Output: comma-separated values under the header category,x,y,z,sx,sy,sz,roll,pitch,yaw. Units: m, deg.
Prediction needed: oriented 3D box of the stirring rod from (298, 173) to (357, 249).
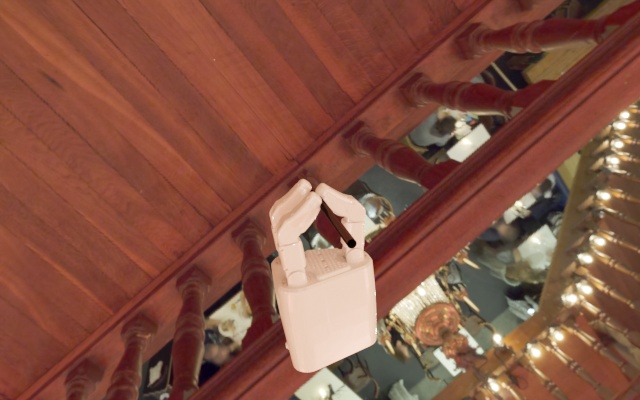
category,x,y,z,sx,sy,sz,roll,pitch,yaw
stirring rod,0.000,0.002,0.493,0.011,0.011,0.239,0,16,-12
